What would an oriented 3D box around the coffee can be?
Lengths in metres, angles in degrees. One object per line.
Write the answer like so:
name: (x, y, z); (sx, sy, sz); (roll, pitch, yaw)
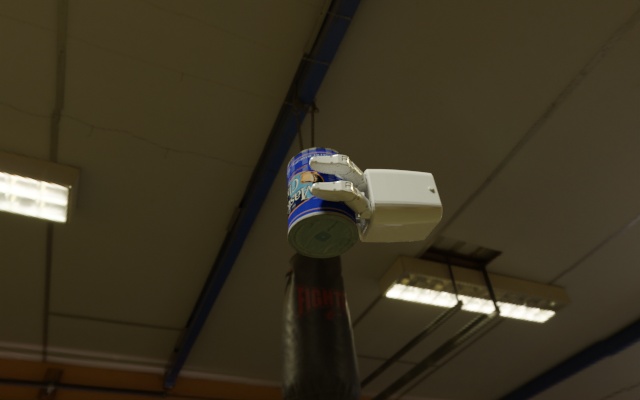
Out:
coffee can: (0.000, 0.003, 0.734); (0.103, 0.140, 0.103); (-2, -42, -2)
